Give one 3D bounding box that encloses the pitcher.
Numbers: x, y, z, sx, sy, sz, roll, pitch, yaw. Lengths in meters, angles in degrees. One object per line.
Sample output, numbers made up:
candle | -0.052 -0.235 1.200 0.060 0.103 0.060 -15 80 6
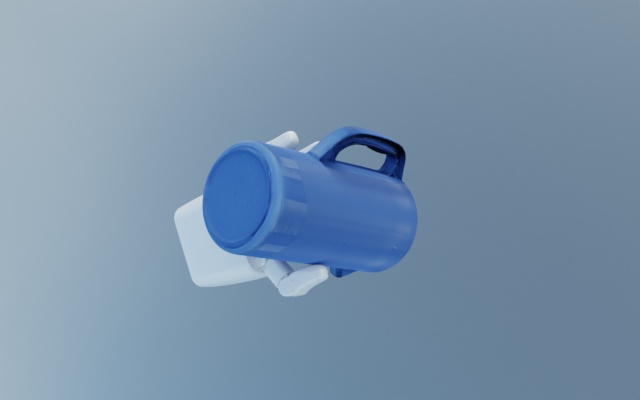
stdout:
pitcher | 0.000 0.002 0.528 0.145 0.149 0.243 -19 -19 34
